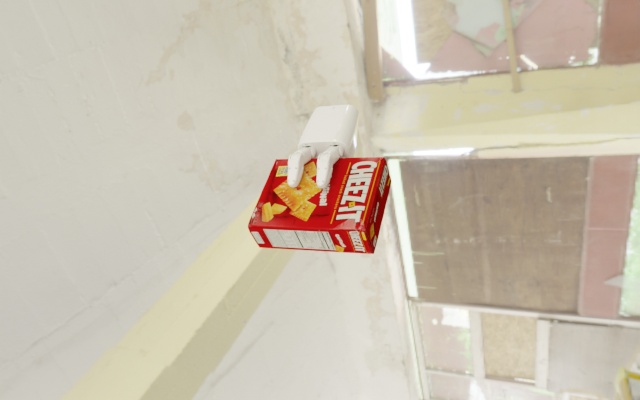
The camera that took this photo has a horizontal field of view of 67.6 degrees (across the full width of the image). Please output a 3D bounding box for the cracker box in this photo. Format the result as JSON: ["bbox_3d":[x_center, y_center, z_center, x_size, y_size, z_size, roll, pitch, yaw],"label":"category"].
[{"bbox_3d":[0.000,0.003,0.828,0.213,0.164,0.072,1,-40,23],"label":"cracker box"}]
